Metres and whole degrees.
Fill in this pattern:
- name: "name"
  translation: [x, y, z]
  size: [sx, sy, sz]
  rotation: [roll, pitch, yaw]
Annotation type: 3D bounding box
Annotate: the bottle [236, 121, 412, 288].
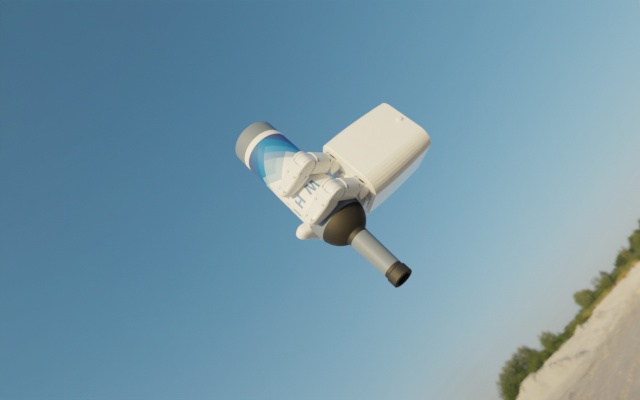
- name: "bottle"
  translation: [0.000, 0.002, 0.610]
  size: [0.295, 0.069, 0.069]
  rotation: [43, 25, 30]
